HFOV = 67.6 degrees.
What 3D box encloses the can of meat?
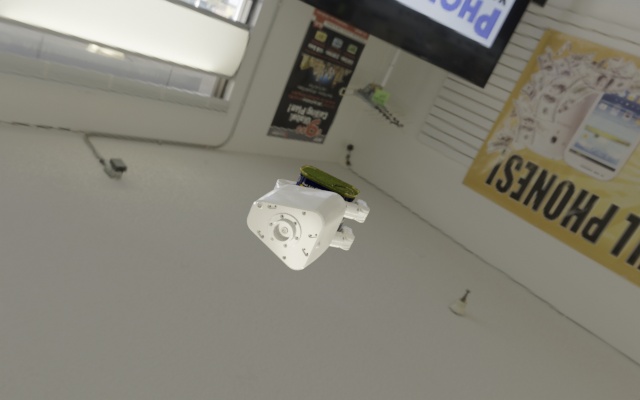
[{"bbox_3d":[0.000,0.003,0.783,0.102,0.084,0.057,27,18,7],"label":"can of meat"}]
